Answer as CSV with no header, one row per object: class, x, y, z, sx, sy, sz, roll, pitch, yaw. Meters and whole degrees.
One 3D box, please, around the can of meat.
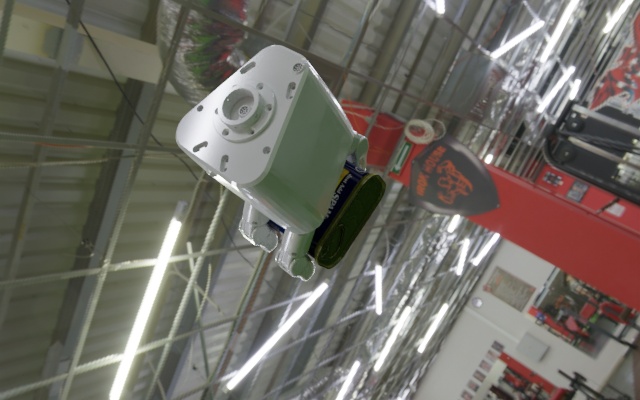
can of meat,0.000,0.001,0.472,0.084,0.102,0.057,33,-1,27
